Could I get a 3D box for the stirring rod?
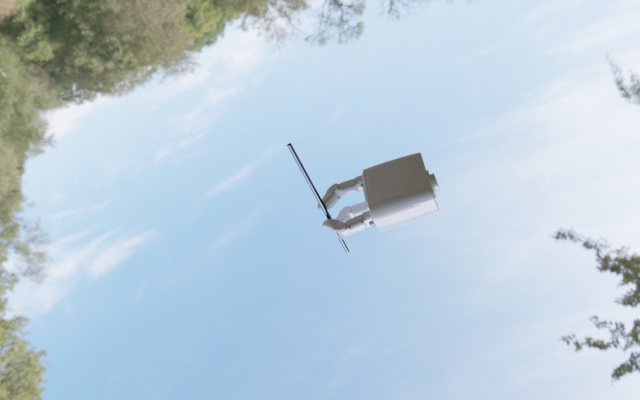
[{"bbox_3d":[0.000,0.003,0.810,0.011,0.240,0.011,-20,32,13],"label":"stirring rod"}]
